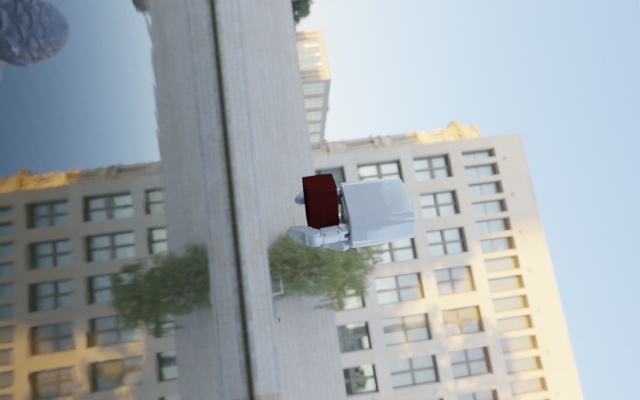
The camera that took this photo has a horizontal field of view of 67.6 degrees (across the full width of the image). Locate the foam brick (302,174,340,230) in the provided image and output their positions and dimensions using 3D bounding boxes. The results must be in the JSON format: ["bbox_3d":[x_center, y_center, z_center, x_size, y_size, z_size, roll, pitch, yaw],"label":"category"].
[{"bbox_3d":[0.000,0.002,0.771,0.051,0.078,0.053,-7,29,-4],"label":"foam brick"}]
